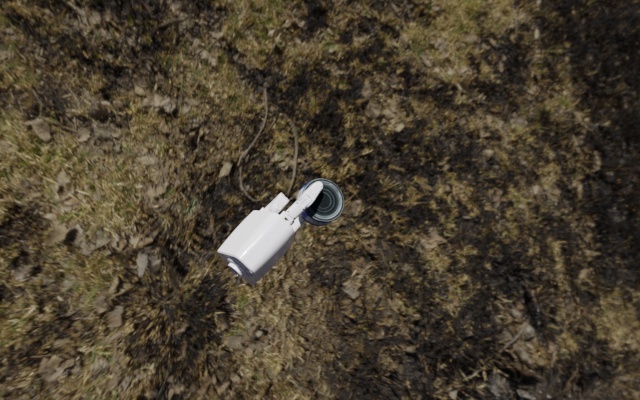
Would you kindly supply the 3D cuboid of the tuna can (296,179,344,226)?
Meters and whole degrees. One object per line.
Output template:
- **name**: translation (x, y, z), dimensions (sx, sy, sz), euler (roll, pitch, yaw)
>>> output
- **tuna can**: translation (0.000, 0.003, 0.893), dimensions (0.086, 0.086, 0.034), euler (0, -15, -22)
